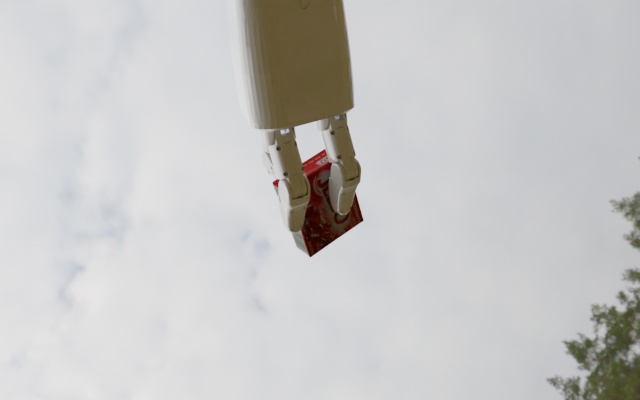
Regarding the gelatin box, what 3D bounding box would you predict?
[{"bbox_3d":[0.000,0.002,0.479,0.073,0.089,0.030,-33,37,-21],"label":"gelatin box"}]
